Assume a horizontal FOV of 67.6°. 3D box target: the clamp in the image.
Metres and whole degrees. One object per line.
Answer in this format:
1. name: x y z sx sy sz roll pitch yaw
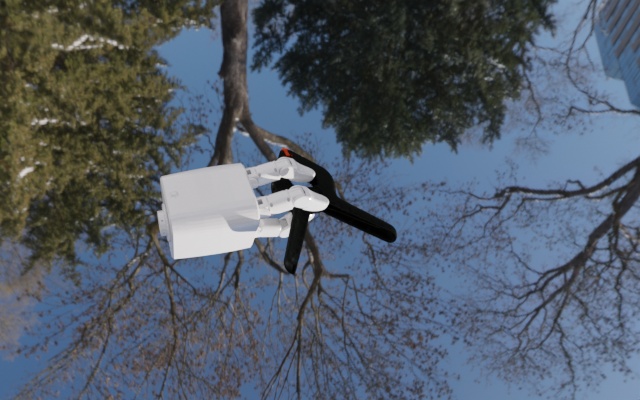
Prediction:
1. clamp: 0.000 0.002 0.668 0.164 0.209 0.036 -8 -41 -22
